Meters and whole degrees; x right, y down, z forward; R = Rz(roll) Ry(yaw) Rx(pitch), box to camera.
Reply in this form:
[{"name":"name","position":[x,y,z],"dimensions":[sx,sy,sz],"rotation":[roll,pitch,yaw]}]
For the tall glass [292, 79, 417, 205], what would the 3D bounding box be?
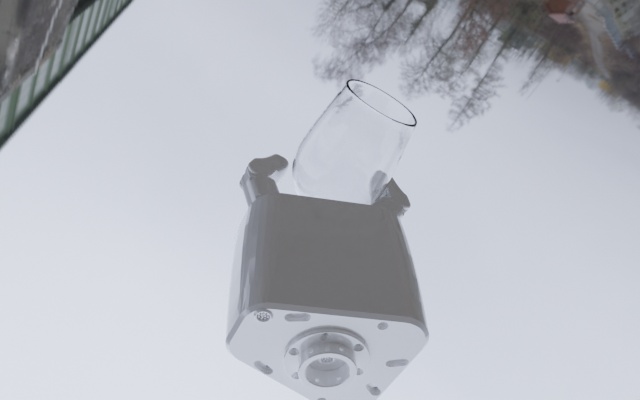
[{"name":"tall glass","position":[0.000,0.002,0.403],"dimensions":[0.079,0.201,0.079],"rotation":[24,28,-14]}]
